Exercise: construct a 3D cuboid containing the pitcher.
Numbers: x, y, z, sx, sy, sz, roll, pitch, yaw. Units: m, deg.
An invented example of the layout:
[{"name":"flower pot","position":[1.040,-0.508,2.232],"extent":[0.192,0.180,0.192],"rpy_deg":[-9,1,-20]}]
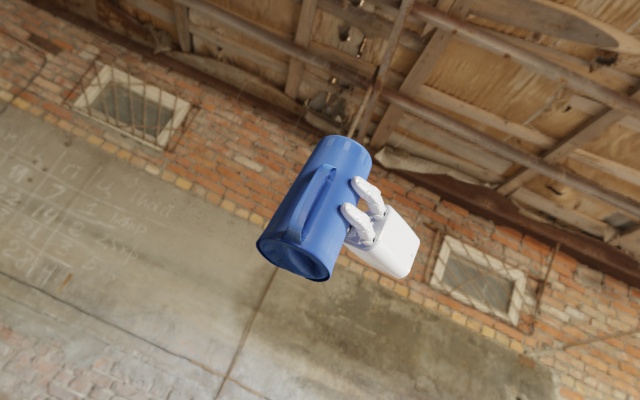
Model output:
[{"name":"pitcher","position":[0.000,0.003,0.816],"extent":[0.145,0.242,0.149],"rpy_deg":[42,-31,-28]}]
